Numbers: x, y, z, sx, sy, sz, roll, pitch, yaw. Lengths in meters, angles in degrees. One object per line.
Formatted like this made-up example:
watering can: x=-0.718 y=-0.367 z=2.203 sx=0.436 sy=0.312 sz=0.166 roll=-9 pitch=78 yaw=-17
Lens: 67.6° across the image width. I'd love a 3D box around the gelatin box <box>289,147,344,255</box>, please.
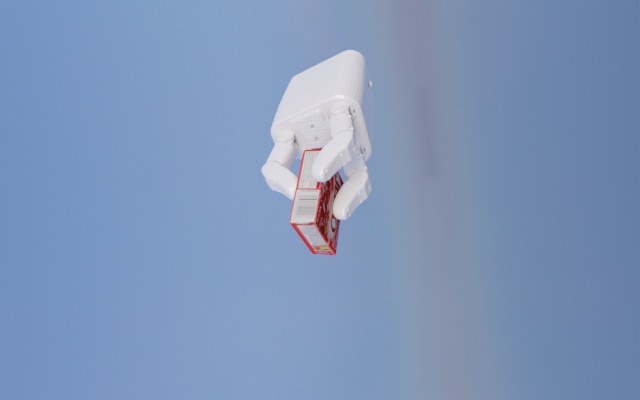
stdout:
gelatin box: x=0.000 y=0.002 z=0.495 sx=0.030 sy=0.089 sz=0.073 roll=-1 pitch=-31 yaw=19
